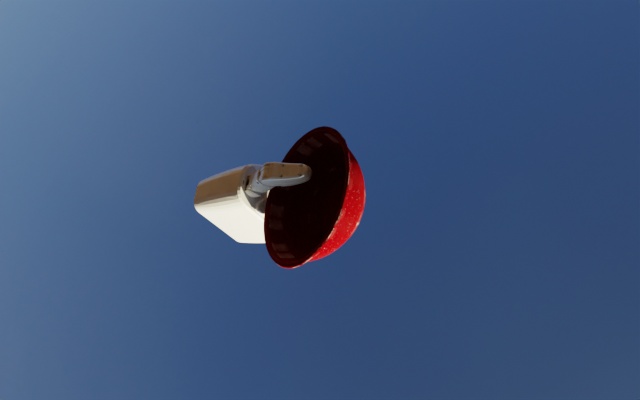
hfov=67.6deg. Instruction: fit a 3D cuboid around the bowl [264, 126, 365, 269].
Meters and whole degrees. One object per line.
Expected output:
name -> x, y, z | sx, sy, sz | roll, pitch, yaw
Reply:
bowl -> 0.001, 0.002, 0.535 | 0.055, 0.162, 0.162 | 19, -11, -32
